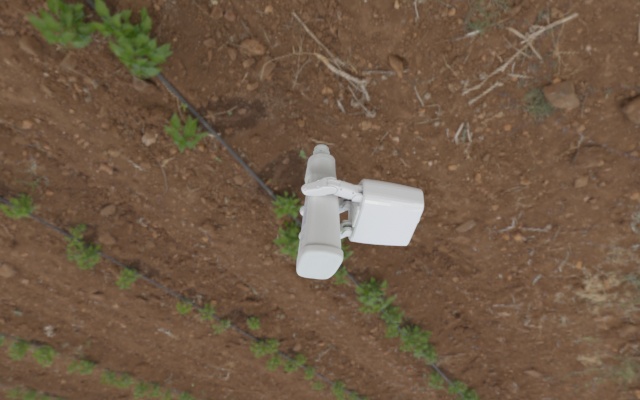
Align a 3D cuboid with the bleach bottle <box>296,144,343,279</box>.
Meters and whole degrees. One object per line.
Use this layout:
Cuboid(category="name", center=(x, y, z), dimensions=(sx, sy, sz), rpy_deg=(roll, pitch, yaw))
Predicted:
Cuboid(category="bleach bottle", center=(0.000, 0.003, 0.829), dimensions=(0.068, 0.250, 0.103), rpy_deg=(9, -34, -10))
